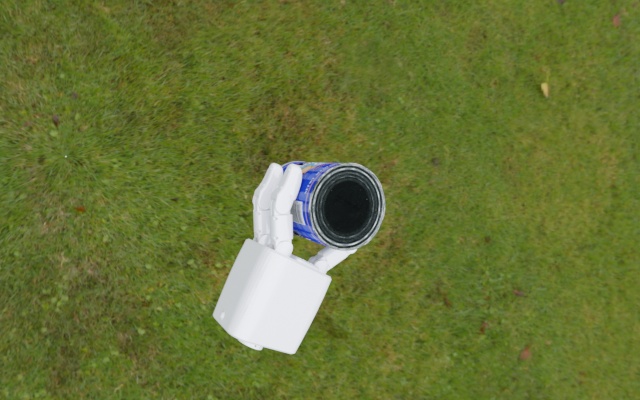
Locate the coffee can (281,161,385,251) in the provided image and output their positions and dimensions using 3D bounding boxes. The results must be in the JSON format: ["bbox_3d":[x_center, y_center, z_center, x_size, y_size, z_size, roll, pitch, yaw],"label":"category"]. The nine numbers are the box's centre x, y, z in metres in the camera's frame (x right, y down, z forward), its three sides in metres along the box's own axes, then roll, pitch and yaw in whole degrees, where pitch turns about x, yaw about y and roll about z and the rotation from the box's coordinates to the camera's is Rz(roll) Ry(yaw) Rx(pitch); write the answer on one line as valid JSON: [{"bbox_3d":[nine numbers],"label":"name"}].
[{"bbox_3d":[0.000,0.002,0.608,0.103,0.103,0.140,0,5,-28],"label":"coffee can"}]
